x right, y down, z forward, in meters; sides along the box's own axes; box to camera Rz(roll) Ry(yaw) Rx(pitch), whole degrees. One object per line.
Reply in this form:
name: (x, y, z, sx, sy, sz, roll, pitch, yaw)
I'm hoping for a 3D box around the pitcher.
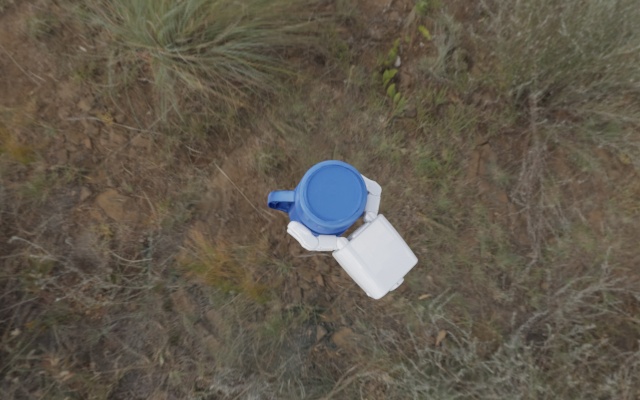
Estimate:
pitcher: (0.000, 0.003, 0.848, 0.149, 0.145, 0.243, -38, -3, -8)
